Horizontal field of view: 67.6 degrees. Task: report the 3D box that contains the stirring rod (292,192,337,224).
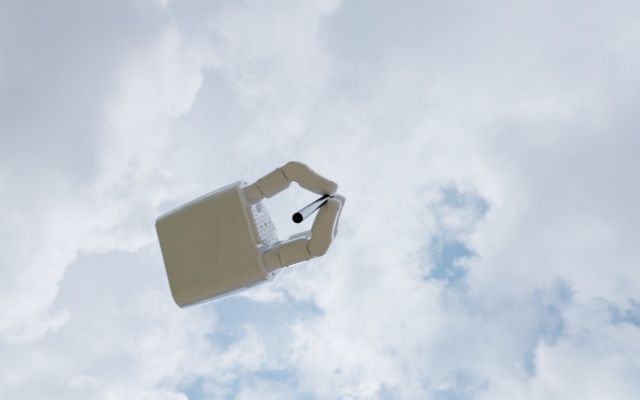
[{"bbox_3d":[0.000,0.001,0.447,0.011,0.011,0.239,0,5,8],"label":"stirring rod"}]
